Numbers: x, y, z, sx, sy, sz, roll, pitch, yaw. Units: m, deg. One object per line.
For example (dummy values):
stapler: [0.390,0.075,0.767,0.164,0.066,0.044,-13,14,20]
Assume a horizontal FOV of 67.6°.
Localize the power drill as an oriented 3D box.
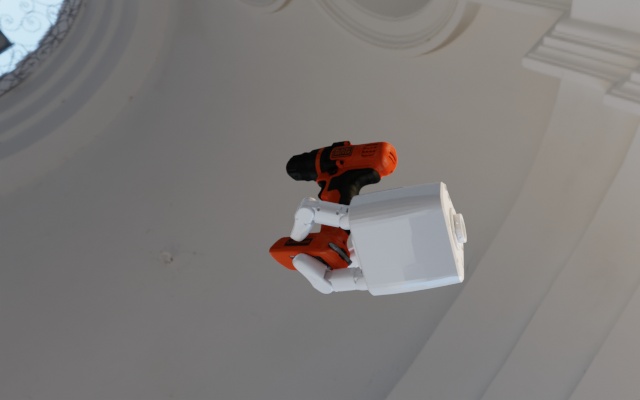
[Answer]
power drill: [0.000,0.003,0.648,0.184,0.187,0.057,-4,-36,40]
